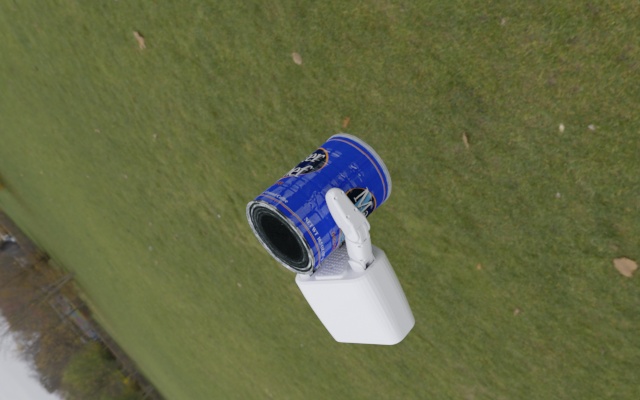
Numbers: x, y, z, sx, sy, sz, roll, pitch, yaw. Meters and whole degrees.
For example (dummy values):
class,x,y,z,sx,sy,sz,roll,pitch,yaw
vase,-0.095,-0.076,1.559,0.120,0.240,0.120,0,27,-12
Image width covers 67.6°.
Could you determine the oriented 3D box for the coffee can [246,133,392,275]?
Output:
class,x,y,z,sx,sy,sz,roll,pitch,yaw
coffee can,0.000,0.002,0.553,0.140,0.103,0.103,-41,23,-29
